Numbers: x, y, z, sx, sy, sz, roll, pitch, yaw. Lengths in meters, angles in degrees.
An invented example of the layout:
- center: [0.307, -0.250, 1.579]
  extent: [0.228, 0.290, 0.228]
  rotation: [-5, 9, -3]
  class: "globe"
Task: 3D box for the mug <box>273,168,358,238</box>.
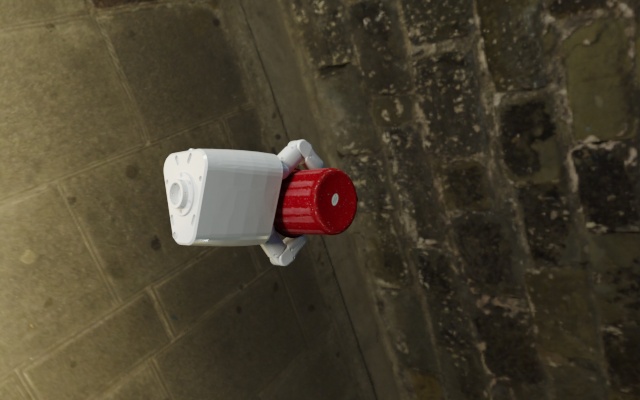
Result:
- center: [0.001, 0.002, 0.609]
  extent: [0.081, 0.093, 0.117]
  rotation: [-2, -1, 45]
  class: "mug"
